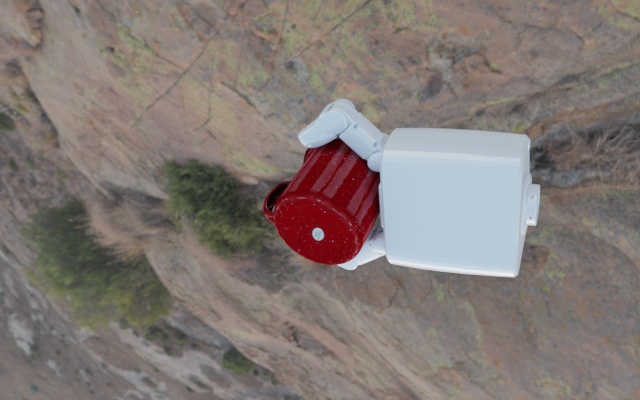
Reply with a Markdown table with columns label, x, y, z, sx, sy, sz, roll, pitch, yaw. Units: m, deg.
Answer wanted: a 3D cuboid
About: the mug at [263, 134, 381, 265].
| label | x | y | z | sx | sy | sz | roll | pitch | yaw |
| --- | --- | --- | --- | --- | --- | --- | --- | --- | --- |
| mug | -0.001 | 0.001 | 0.428 | 0.117 | 0.093 | 0.081 | 4 | 40 | 27 |
